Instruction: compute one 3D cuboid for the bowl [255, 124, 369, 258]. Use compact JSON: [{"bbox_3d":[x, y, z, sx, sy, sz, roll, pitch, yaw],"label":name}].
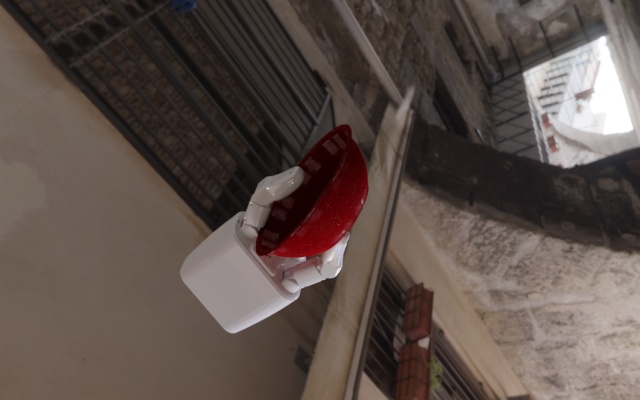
[{"bbox_3d":[0.001,0.001,0.496,0.055,0.162,0.162,34,-11,-16],"label":"bowl"}]
